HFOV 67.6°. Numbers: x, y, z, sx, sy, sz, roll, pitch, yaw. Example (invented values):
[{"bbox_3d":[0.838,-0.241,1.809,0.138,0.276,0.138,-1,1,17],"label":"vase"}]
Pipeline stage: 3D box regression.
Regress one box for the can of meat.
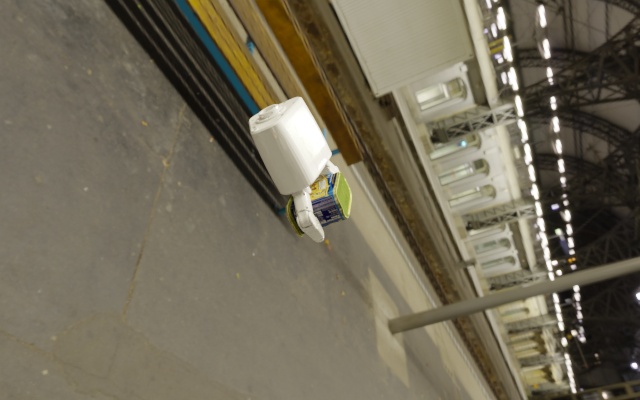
[{"bbox_3d":[0.000,0.002,0.753,0.084,0.057,0.102,-20,23,17],"label":"can of meat"}]
